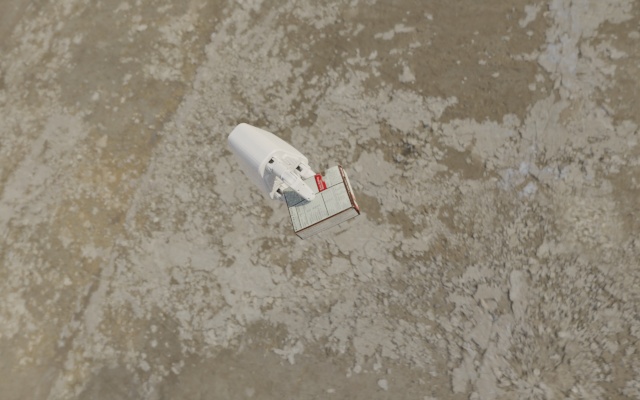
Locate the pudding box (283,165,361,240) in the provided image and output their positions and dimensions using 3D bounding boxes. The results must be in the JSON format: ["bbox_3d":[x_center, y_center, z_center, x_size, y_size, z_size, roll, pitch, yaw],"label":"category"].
[{"bbox_3d":[0.000,0.003,0.806,0.113,0.090,0.039,-25,-29,14],"label":"pudding box"}]
